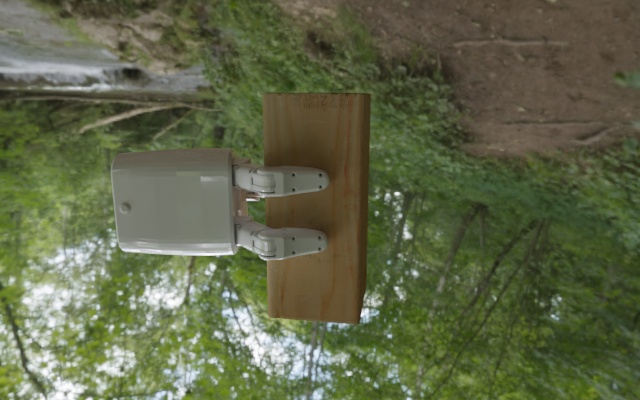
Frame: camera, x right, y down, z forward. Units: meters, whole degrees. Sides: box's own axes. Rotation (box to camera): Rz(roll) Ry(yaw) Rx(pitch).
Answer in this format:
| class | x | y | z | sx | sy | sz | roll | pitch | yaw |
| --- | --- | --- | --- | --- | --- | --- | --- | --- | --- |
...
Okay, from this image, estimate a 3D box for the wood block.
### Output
| class | x | y | z | sx | sy | sz | roll | pitch | yaw |
| --- | --- | --- | --- | --- | --- | --- | --- | --- | --- |
| wood block | 0.000 | 0.002 | 0.461 | 0.090 | 0.206 | 0.091 | 2 | 13 | 8 |
